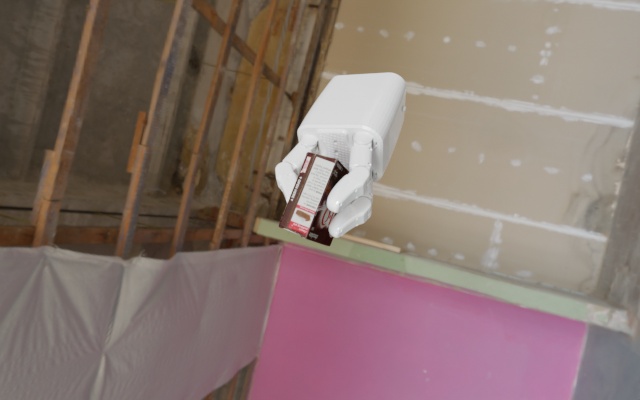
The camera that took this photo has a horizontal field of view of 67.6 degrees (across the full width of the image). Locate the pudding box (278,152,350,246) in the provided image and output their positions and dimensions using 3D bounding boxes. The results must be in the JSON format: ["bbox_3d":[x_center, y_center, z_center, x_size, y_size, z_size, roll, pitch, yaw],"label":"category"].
[{"bbox_3d":[0.000,0.002,0.542,0.039,0.090,0.113,20,-4,19],"label":"pudding box"}]
